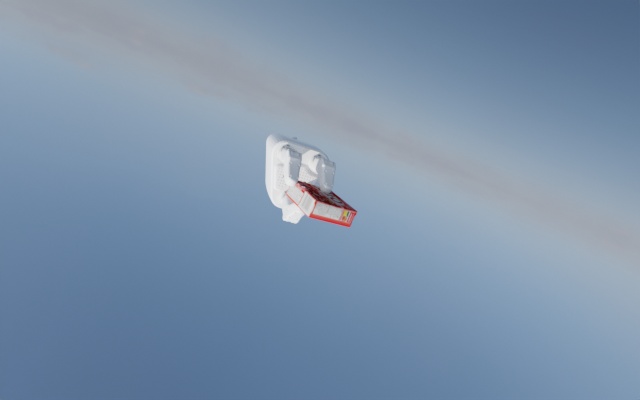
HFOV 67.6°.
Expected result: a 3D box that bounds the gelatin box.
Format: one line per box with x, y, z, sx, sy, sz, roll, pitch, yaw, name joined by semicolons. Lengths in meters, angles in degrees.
0.000;0.003;0.696;0.073;0.030;0.089;16;14;-32;gelatin box
